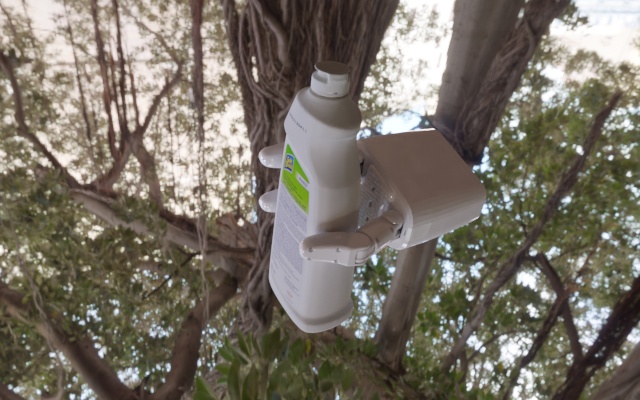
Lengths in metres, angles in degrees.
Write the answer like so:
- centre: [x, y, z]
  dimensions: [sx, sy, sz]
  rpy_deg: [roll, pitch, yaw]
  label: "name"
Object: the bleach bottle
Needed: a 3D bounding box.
- centre: [0.000, 0.001, 0.441]
  dimensions: [0.068, 0.251, 0.102]
  rpy_deg: [-15, 42, -29]
  label: "bleach bottle"
